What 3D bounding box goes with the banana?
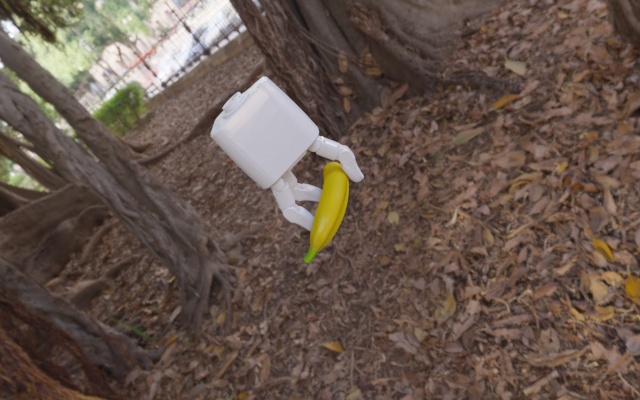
[{"bbox_3d":[0.012,-0.003,0.689,0.037,0.197,0.070,39,-49,-22],"label":"banana"}]
